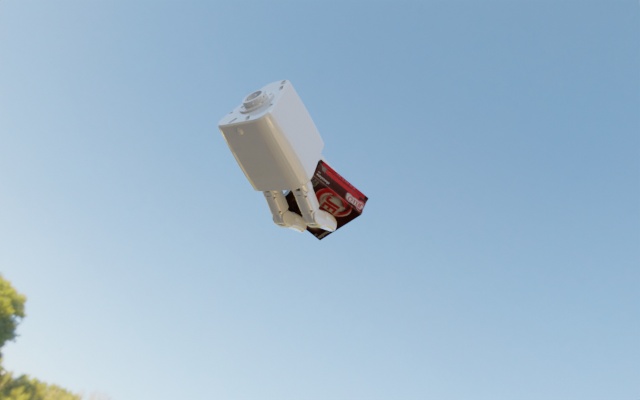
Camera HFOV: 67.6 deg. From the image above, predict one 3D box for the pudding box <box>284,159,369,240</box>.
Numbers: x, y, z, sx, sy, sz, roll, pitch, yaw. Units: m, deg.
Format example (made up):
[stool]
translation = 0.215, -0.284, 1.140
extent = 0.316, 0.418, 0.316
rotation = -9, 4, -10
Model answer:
[pudding box]
translation = 0.000, 0.002, 0.685
extent = 0.090, 0.039, 0.113
rotation = 39, -37, -11
